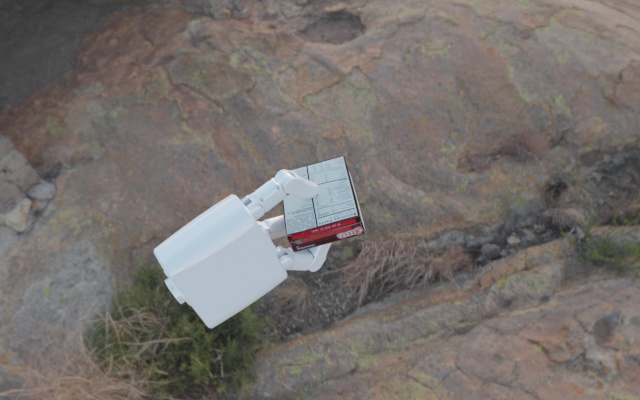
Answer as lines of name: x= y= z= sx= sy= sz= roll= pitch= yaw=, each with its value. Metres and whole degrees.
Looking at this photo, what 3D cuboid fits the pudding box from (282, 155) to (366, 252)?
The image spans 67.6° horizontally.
pudding box: x=0.000 y=0.002 z=0.586 sx=0.090 sy=0.113 sz=0.039 roll=-14 pitch=-43 yaw=5
